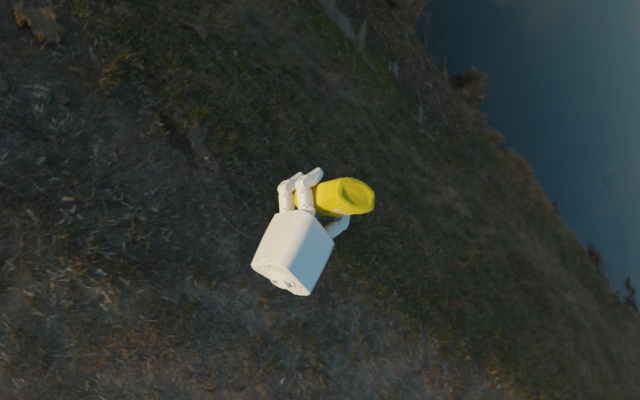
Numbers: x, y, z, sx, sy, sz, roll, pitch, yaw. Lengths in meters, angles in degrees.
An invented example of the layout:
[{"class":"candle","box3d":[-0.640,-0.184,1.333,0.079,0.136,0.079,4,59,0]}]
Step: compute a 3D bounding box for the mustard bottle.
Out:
[{"class":"mustard bottle","box3d":[0.000,0.002,0.869,0.096,0.058,0.191,15,-17,-39]}]
